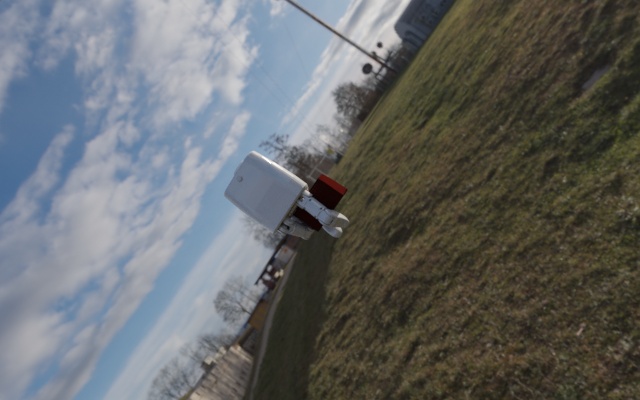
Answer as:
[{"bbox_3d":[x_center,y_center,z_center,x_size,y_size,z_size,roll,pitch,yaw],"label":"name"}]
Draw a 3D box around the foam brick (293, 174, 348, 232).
[{"bbox_3d":[0.000,0.002,0.791,0.051,0.078,0.053,35,15,2],"label":"foam brick"}]
